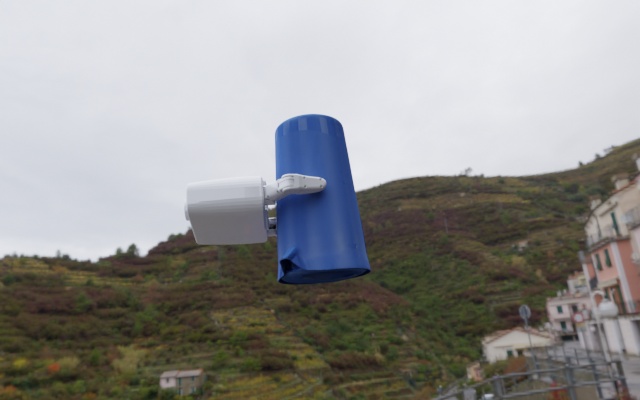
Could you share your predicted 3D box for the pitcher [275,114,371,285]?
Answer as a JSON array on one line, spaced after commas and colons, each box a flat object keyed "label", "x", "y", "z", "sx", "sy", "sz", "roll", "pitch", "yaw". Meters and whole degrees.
[{"label": "pitcher", "x": 0.000, "y": 0.002, "z": 0.719, "sx": 0.145, "sy": 0.242, "sz": 0.149, "roll": -4, "pitch": -17, "yaw": -6}]
